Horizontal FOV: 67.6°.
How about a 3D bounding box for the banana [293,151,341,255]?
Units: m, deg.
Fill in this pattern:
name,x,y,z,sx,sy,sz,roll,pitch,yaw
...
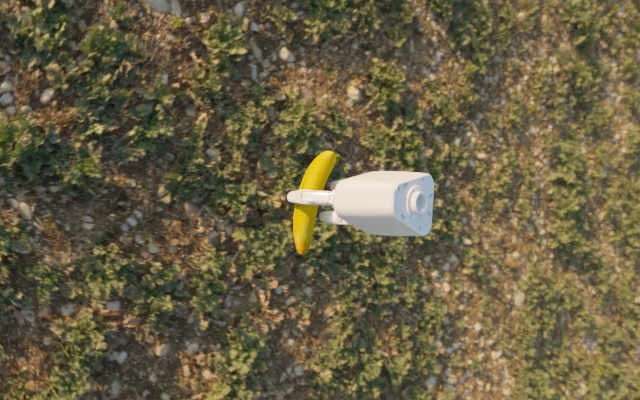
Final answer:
name,x,y,z,sx,sy,sz,roll,pitch,yaw
banana,-0.009,-0.009,0.797,0.037,0.197,0.070,4,-27,39
